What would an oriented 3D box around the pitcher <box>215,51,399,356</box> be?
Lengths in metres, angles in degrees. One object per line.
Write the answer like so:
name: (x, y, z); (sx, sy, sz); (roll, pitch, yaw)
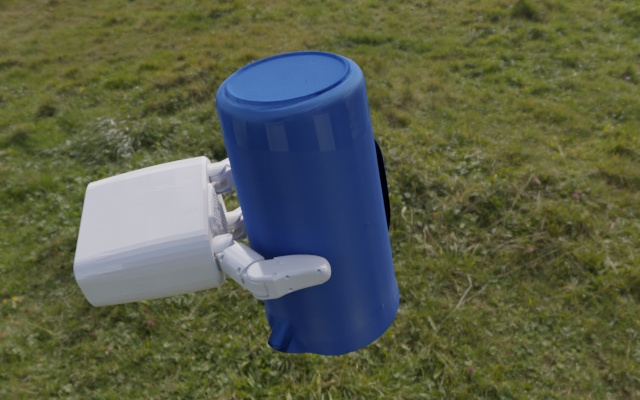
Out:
pitcher: (0.000, 0.001, 0.413); (0.145, 0.243, 0.149); (-11, 36, -1)
